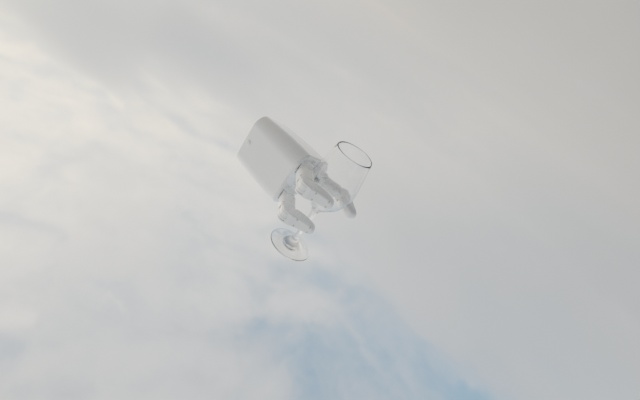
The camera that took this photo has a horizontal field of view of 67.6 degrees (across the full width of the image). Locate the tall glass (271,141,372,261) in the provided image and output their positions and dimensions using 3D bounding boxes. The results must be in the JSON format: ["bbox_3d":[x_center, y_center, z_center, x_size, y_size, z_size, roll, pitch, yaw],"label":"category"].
[{"bbox_3d":[0.000,0.003,0.756,0.079,0.201,0.079,27,29,-16],"label":"tall glass"}]
